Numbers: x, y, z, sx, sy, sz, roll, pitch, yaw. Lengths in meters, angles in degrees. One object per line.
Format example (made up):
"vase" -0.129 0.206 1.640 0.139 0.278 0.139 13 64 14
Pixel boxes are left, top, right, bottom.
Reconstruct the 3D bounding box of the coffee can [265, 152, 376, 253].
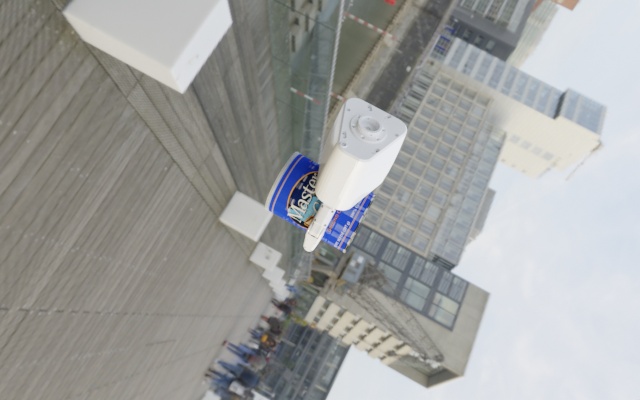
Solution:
"coffee can" 0.000 0.002 0.735 0.140 0.103 0.103 29 2 4
